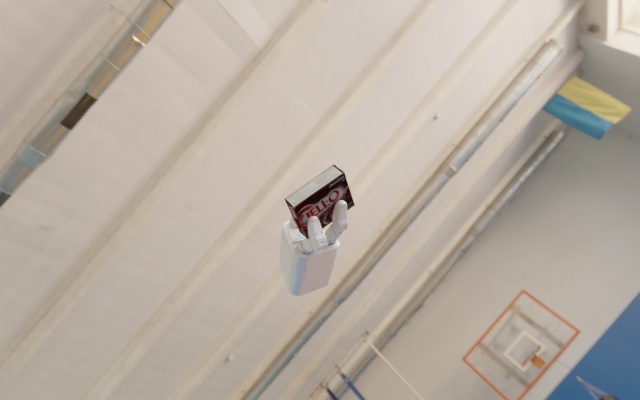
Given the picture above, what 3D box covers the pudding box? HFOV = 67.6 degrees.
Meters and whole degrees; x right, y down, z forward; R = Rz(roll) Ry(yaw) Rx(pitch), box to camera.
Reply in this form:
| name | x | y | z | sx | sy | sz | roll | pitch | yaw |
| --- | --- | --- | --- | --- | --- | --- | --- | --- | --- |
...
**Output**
| name | x | y | z | sx | sy | sz | roll | pitch | yaw |
| --- | --- | --- | --- | --- | --- | --- | --- | --- | --- |
| pudding box | 0.000 | 0.003 | 0.849 | 0.113 | 0.090 | 0.039 | -37 | 49 | -14 |
